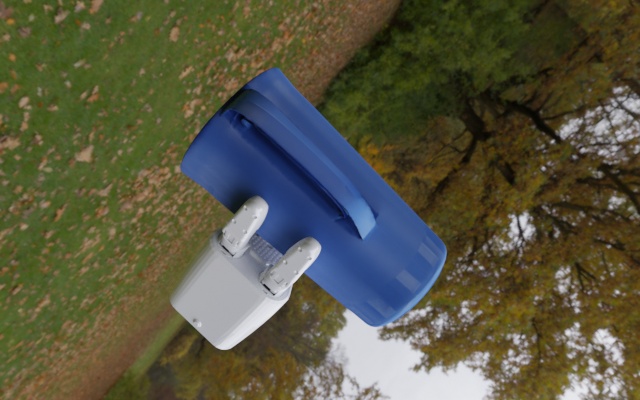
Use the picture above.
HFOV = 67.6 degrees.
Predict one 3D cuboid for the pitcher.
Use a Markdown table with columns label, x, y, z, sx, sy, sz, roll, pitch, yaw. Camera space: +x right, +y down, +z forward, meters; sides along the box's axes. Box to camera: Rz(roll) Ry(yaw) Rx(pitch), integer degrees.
| label | x | y | z | sx | sy | sz | roll | pitch | yaw |
| --- | --- | --- | --- | --- | --- | --- | --- | --- | --- |
| pitcher | 0.000 | 0.002 | 0.446 | 0.145 | 0.243 | 0.149 | -46 | 2 | 32 |
